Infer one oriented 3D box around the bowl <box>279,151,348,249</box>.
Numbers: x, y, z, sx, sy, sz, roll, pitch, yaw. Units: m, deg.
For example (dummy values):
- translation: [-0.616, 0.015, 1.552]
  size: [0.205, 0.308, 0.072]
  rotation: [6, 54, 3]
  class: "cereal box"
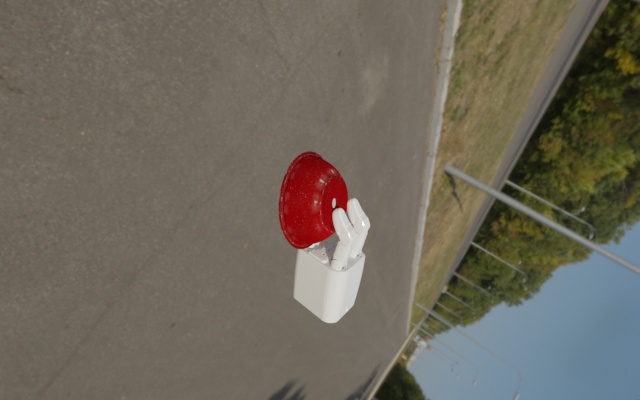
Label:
- translation: [0.000, 0.001, 0.770]
  size: [0.055, 0.162, 0.162]
  rotation: [7, 3, 30]
  class: "bowl"
